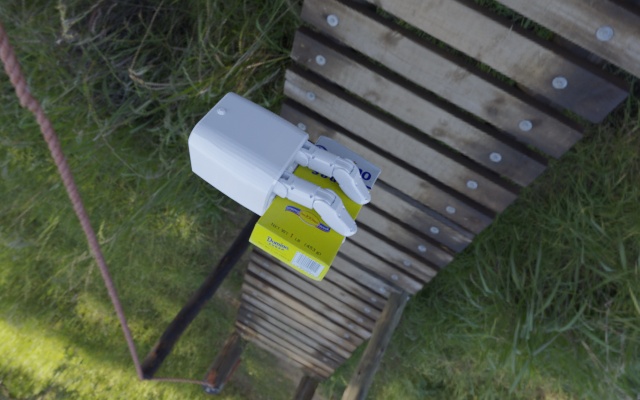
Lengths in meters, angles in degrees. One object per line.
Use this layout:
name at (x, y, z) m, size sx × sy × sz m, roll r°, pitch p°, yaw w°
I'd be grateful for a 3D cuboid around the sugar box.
sugar box at (0.000, 0.002, 0.572) m, size 0.093 × 0.176 × 0.048 m, roll 31°, pitch -39°, yaw 0°
